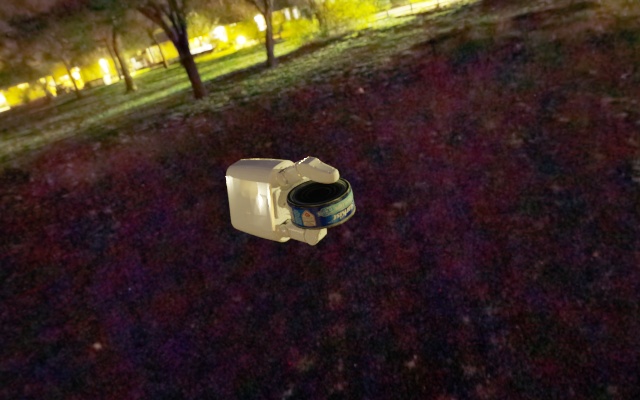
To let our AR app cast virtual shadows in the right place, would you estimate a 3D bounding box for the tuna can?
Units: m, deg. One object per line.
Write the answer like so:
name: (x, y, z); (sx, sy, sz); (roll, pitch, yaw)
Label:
tuna can: (0.000, 0.002, 0.614); (0.086, 0.034, 0.086); (-10, 26, 5)
